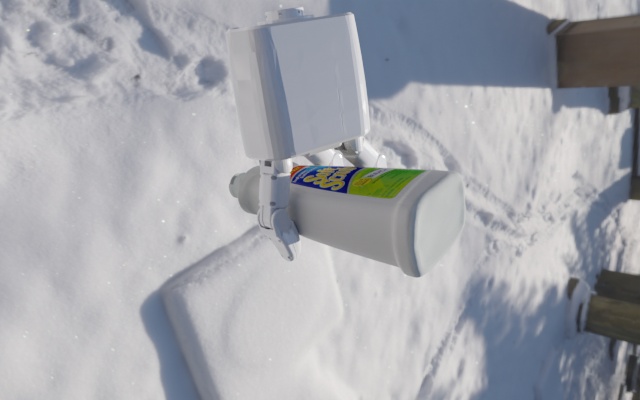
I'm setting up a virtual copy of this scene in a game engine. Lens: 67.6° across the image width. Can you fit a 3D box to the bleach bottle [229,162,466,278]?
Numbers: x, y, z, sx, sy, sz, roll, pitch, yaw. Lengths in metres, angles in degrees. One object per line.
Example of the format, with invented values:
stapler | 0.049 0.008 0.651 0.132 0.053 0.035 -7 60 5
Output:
bleach bottle | 0.000 0.001 0.455 0.251 0.068 0.102 9 28 38
